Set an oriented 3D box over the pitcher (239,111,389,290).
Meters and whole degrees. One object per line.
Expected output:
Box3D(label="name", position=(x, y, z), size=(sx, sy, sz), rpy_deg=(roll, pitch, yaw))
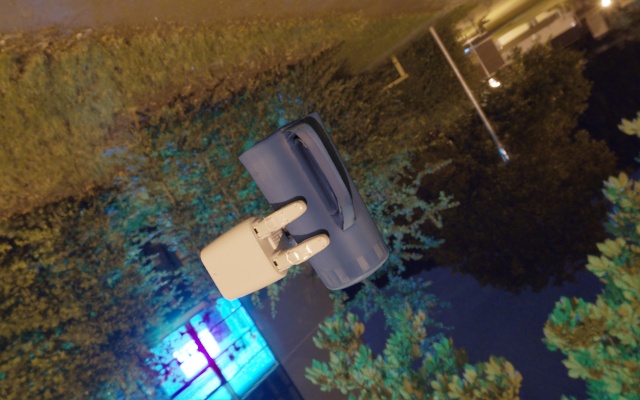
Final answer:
Box3D(label="pitcher", position=(0.000, 0.002, 0.688), size=(0.145, 0.243, 0.149), rpy_deg=(-29, 4, 25))
